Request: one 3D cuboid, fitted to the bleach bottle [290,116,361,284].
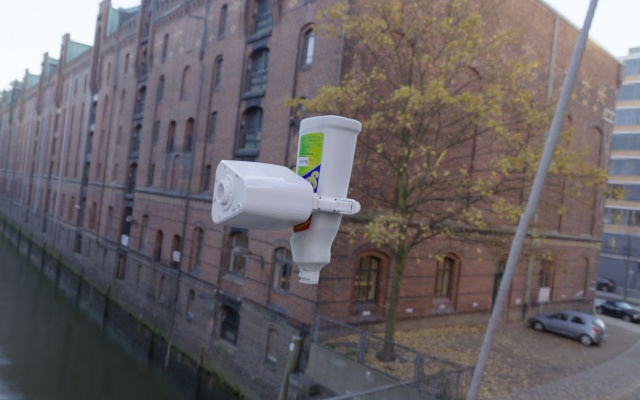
[{"bbox_3d":[0.000,0.002,0.731,0.068,0.251,0.102,6,0,-35],"label":"bleach bottle"}]
